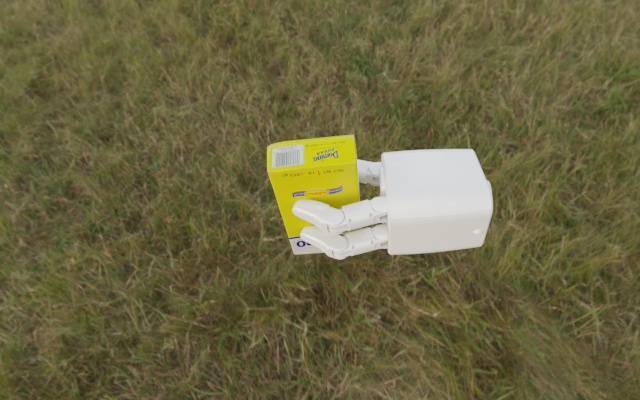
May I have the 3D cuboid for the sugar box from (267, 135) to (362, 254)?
[{"bbox_3d":[0.000,0.002,0.555,0.093,0.048,0.176,-5,-38,5],"label":"sugar box"}]
